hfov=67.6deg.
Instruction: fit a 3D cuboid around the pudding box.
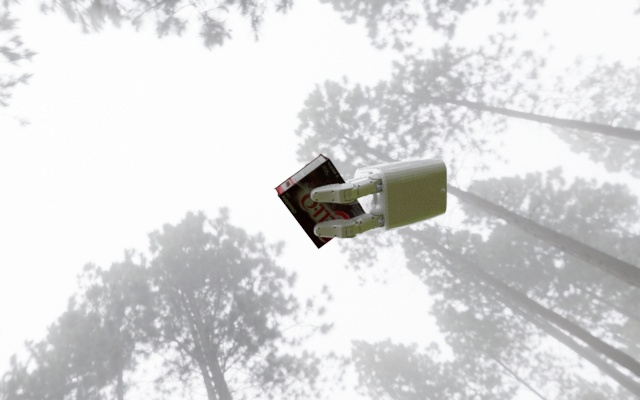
[{"bbox_3d":[0.000,0.002,0.692,0.090,0.113,0.039,-37,26,-2],"label":"pudding box"}]
